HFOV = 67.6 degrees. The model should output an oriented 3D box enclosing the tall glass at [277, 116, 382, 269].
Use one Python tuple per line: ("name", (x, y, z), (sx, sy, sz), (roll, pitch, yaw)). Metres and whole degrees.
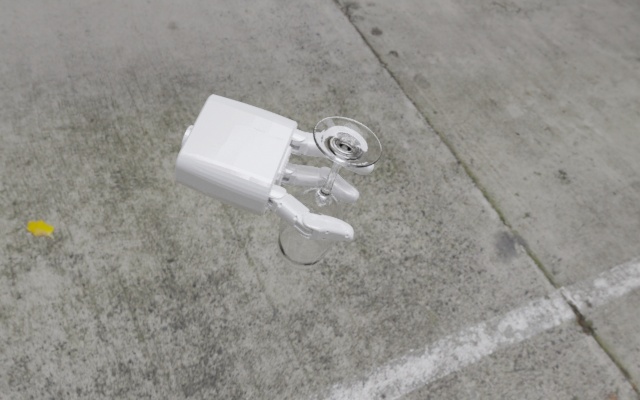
("tall glass", (0.000, 0.001, 0.560), (0.079, 0.079, 0.201), (0, -40, -21))
